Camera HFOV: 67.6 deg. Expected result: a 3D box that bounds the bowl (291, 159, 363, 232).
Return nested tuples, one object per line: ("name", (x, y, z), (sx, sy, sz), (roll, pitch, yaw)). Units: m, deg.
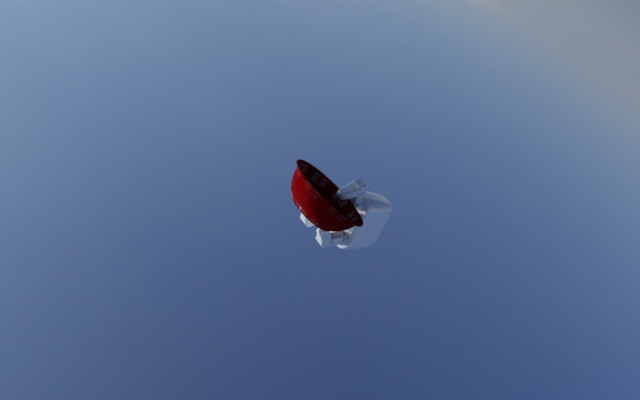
("bowl", (-0.001, 0.003, 0.841), (0.055, 0.162, 0.162), (-44, -12, 13))
